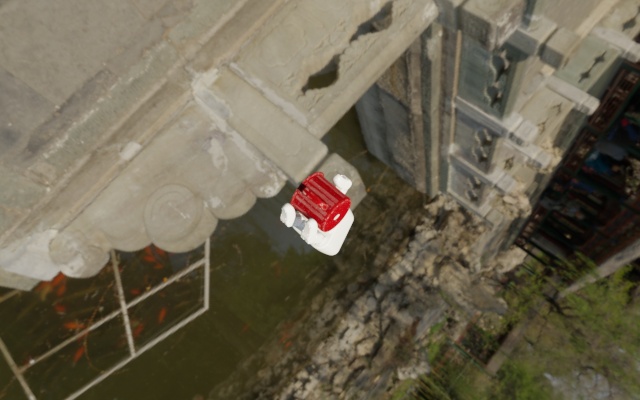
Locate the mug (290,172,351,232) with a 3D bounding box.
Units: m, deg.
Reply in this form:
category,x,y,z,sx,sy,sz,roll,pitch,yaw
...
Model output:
category,x,y,z,sx,sy,sz,roll,pitch,yaw
mug,0.000,0.003,0.894,0.081,0.093,0.117,40,-1,21
